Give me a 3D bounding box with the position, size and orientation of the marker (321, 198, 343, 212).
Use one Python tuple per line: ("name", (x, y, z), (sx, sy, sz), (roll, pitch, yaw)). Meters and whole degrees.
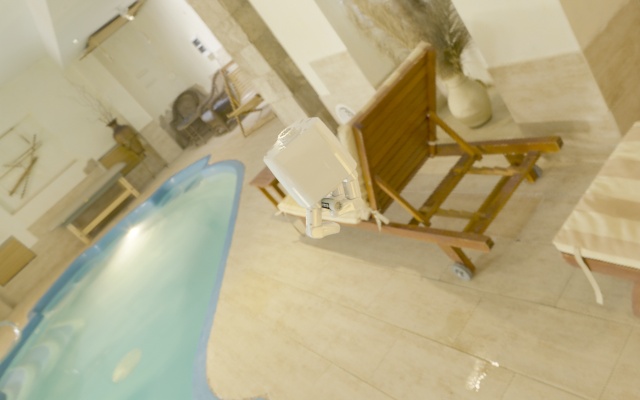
("marker", (0.000, 0.003, 0.812), (0.020, 0.020, 0.121), (0, 5, -29))
